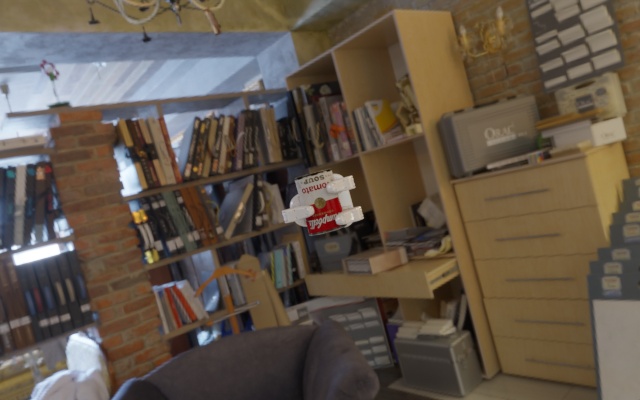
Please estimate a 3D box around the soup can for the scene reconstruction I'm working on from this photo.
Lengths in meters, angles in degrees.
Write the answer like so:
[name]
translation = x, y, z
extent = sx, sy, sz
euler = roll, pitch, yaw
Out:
[soup can]
translation = 0.000, 0.002, 0.821
extent = 0.068, 0.102, 0.068
euler = -15, 2, 1
